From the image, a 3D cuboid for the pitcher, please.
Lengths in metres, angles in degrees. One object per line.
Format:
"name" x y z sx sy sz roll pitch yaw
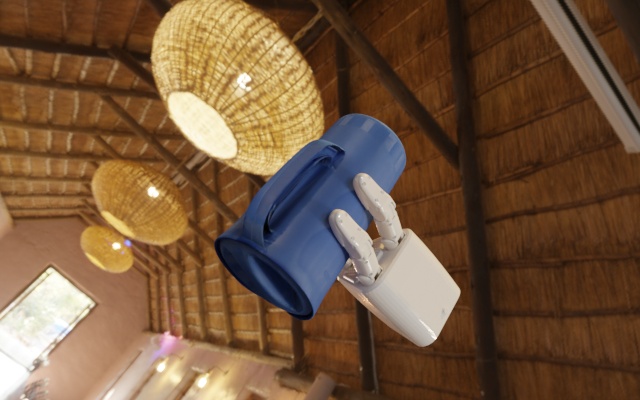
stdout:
"pitcher" 0.000 0.002 0.557 0.242 0.145 0.149 -51 16 -29
